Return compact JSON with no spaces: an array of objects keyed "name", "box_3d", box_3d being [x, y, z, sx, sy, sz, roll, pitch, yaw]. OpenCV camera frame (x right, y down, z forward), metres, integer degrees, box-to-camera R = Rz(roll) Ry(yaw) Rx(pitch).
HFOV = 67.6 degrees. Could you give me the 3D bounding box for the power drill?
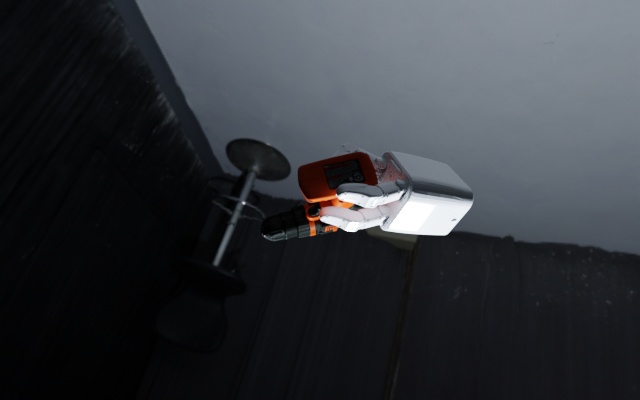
[{"name":"power drill","box_3d":[0.000,0.002,0.702,0.184,0.057,0.188,-15,-17,-11]}]
